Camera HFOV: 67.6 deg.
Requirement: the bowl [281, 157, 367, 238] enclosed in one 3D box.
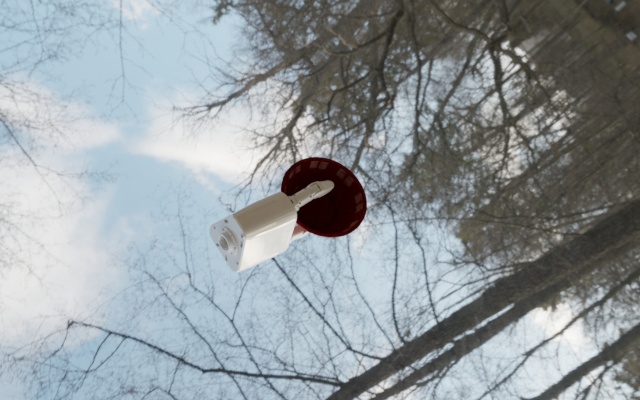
[{"bbox_3d":[0.001,0.003,0.865,0.162,0.162,0.055,0,-27,-21],"label":"bowl"}]
